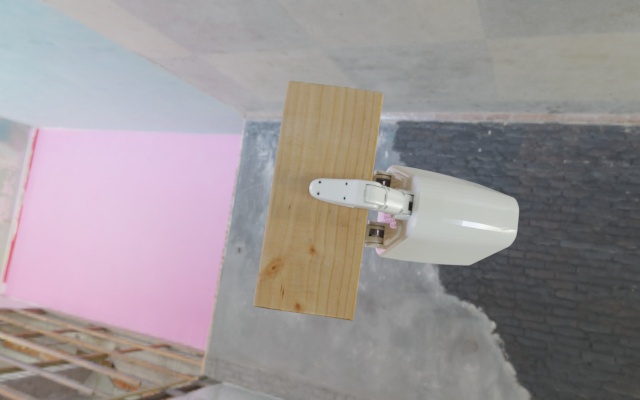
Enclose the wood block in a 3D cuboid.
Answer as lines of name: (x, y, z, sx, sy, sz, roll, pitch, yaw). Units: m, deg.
wood block: (0.000, 0.002, 0.466, 0.090, 0.206, 0.091, 8, -6, 2)
